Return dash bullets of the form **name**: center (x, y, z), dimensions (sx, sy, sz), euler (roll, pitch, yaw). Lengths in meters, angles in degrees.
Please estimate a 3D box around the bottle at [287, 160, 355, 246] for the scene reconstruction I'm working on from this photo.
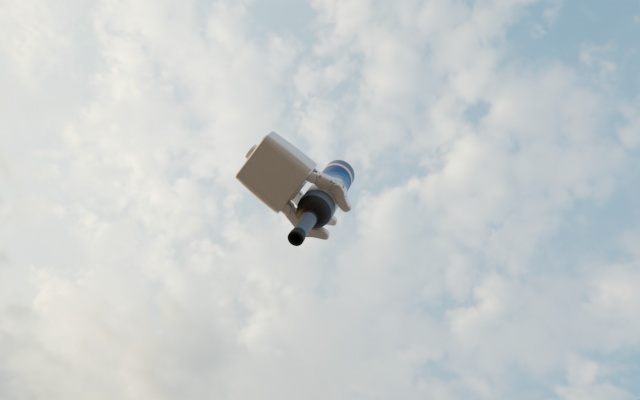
- **bottle**: center (0.000, 0.003, 0.891), dimensions (0.069, 0.069, 0.295), euler (0, 24, 18)
